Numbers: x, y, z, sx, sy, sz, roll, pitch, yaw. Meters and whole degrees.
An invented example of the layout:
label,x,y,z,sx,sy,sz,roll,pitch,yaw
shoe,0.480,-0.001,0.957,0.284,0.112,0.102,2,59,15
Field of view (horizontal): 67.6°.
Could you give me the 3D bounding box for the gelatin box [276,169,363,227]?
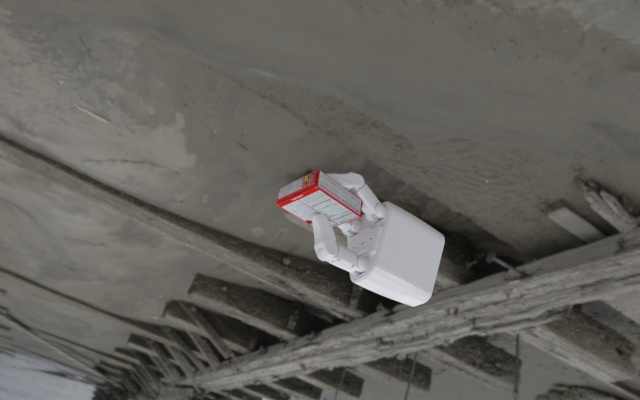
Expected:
label,x,y,z,sx,sy,sz,roll,pitch,yaw
gelatin box,0.000,0.002,0.619,0.073,0.030,0.089,-22,-42,39
